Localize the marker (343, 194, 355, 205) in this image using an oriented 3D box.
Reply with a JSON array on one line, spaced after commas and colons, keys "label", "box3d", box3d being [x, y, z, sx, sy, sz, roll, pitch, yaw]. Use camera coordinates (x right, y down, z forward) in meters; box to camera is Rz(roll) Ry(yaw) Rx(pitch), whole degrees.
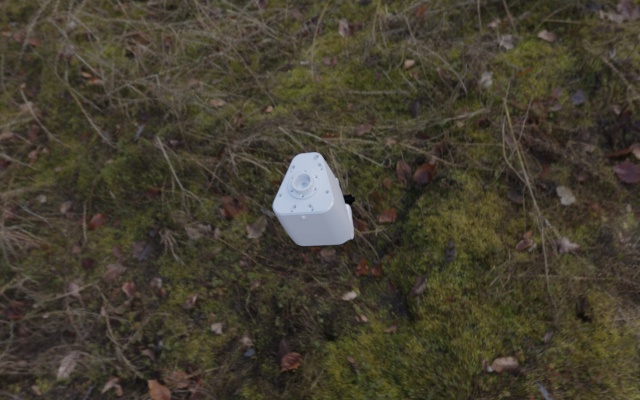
[{"label": "marker", "box3d": [0.000, 0.003, 0.828, 0.121, 0.020, 0.020, -5, -1, 15]}]
